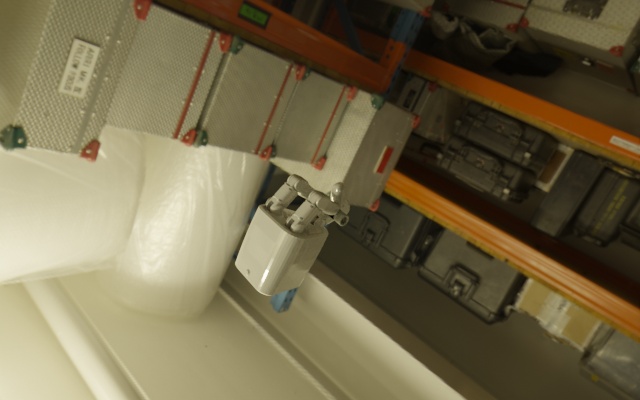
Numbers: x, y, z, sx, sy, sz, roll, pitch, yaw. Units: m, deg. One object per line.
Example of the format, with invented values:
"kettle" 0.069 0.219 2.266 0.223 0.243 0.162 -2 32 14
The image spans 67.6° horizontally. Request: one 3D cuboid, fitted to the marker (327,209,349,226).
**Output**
"marker" 0.000 0.002 0.755 0.020 0.020 0.121 0 28 -43
